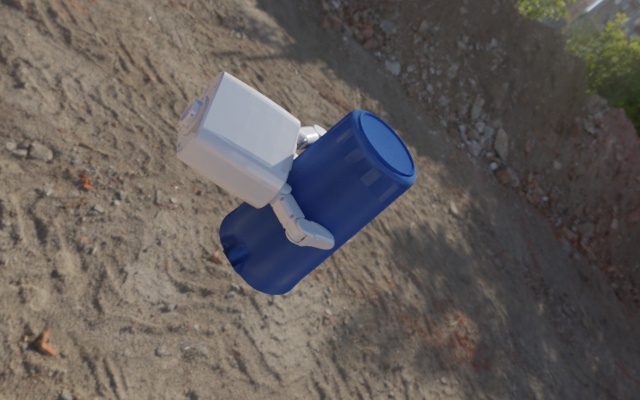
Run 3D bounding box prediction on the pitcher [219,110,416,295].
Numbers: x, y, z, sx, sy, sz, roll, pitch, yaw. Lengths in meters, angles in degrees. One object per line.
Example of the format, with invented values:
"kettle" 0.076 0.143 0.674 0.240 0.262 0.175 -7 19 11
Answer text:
"pitcher" 0.000 0.002 0.597 0.145 0.149 0.243 33 -56 -27
